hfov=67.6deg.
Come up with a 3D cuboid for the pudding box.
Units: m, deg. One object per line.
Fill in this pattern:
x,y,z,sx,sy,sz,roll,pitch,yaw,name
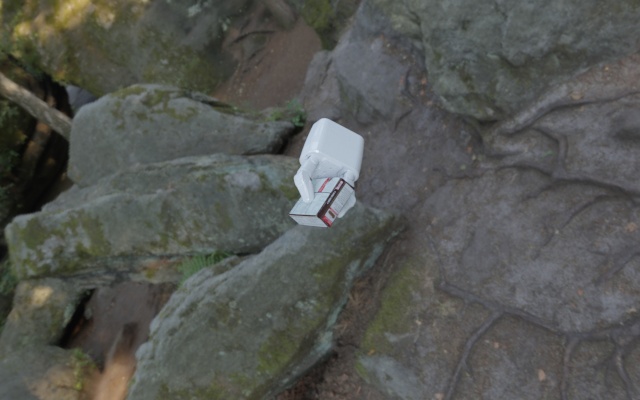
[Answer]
0.000,0.003,0.877,0.039,0.090,0.113,40,-18,-22,pudding box
